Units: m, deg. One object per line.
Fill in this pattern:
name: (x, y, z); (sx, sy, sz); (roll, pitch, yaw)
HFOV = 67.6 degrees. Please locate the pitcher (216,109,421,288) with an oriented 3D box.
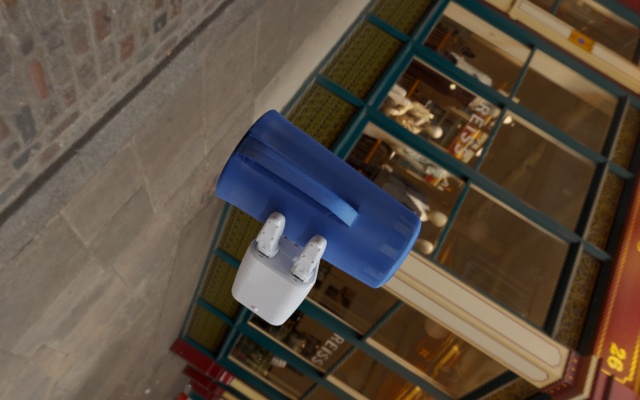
pitcher: (0.000, 0.002, 0.597); (0.243, 0.145, 0.149); (33, 39, 3)
